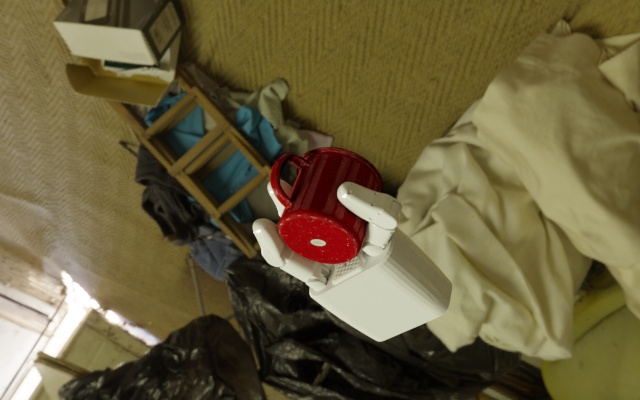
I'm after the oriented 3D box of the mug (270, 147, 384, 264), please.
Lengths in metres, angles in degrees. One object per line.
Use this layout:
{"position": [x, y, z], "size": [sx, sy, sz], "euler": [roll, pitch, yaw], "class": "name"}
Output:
{"position": [-0.001, 0.001, 0.464], "size": [0.117, 0.081, 0.093], "euler": [40, -41, -24], "class": "mug"}
